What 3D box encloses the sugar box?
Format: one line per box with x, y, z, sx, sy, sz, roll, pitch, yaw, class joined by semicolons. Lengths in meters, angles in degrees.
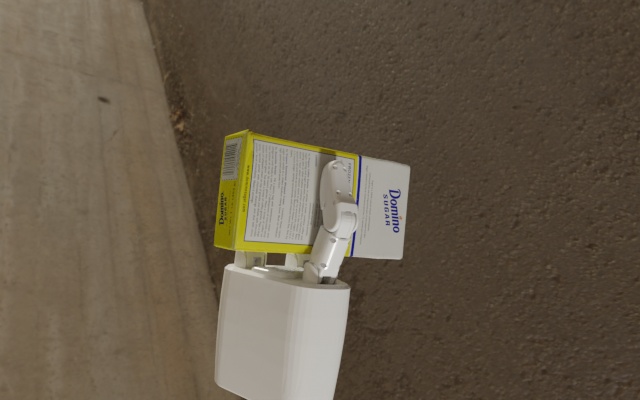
0.000;0.002;0.420;0.176;0.093;0.048;9;-4;-37;sugar box
